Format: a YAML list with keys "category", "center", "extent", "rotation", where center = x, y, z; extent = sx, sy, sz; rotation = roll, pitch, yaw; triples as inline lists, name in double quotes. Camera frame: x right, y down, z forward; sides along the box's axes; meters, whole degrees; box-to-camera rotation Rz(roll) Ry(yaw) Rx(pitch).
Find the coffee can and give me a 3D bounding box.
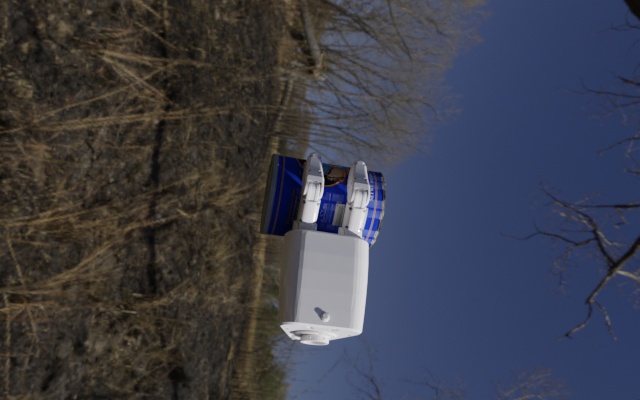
- category: "coffee can"
  center: [0.000, 0.002, 0.611]
  extent: [0.140, 0.103, 0.103]
  rotation: [9, -2, -9]
